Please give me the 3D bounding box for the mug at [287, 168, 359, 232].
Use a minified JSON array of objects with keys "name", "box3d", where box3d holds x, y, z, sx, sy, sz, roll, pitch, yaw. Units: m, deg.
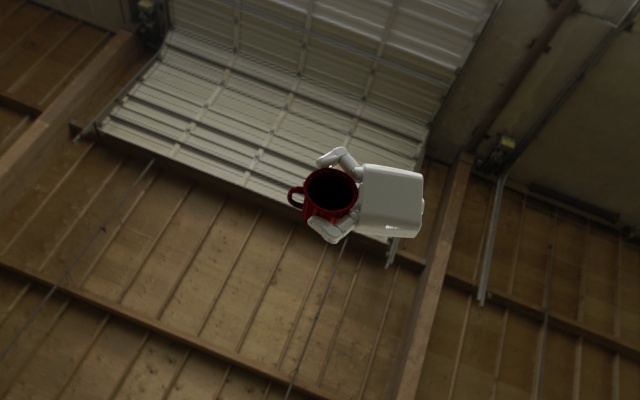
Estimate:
[{"name":"mug","box3d":[-0.001,0.003,0.824,0.117,0.093,0.082,8,-34,-5]}]
